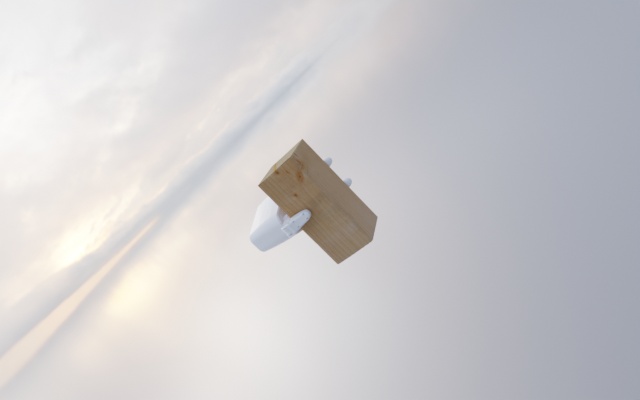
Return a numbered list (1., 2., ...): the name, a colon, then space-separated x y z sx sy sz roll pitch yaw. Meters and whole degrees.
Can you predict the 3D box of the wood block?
1. wood block: 0.000 0.003 0.867 0.090 0.206 0.090 -39 14 28
